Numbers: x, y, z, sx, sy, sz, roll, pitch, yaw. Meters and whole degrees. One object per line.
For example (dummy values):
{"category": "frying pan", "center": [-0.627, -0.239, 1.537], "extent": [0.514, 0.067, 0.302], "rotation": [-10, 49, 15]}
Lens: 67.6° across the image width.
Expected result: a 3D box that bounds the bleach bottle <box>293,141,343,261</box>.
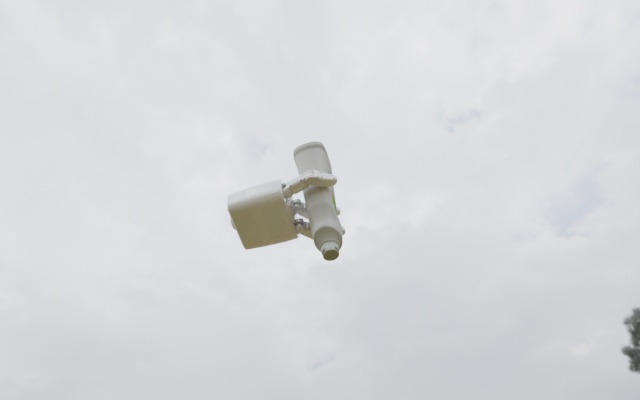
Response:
{"category": "bleach bottle", "center": [0.000, 0.003, 0.890], "extent": [0.068, 0.103, 0.250], "rotation": [-17, 43, 6]}
